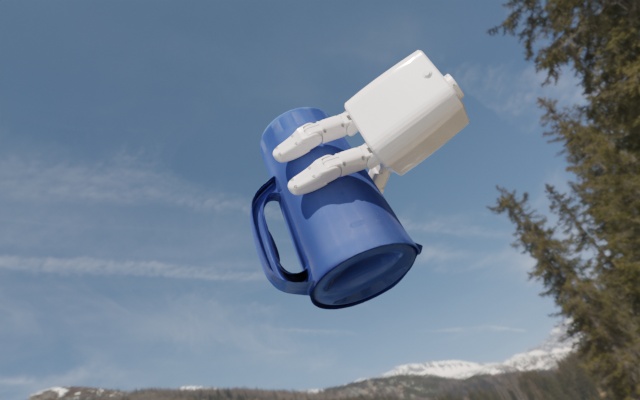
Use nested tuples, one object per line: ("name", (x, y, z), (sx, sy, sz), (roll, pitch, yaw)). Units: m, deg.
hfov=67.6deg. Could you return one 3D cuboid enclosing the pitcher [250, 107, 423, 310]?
("pitcher", (0.000, 0.002, 0.586), (0.145, 0.242, 0.149), (-37, -34, 16))
